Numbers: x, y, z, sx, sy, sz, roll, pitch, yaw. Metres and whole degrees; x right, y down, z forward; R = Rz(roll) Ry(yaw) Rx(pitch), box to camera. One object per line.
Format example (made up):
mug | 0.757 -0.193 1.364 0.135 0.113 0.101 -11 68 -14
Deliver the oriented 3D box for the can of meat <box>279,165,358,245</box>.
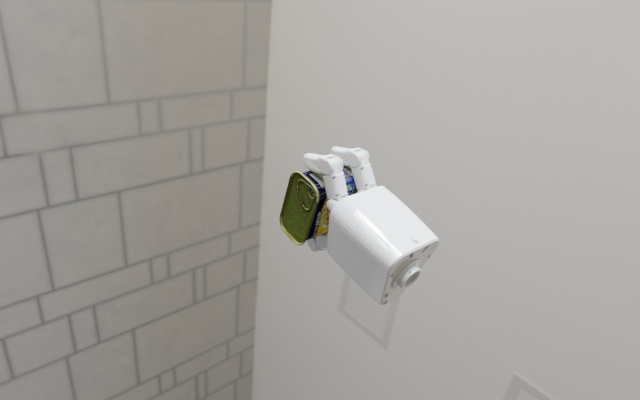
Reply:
can of meat | 0.000 0.002 0.651 0.084 0.102 0.057 -17 48 -39
